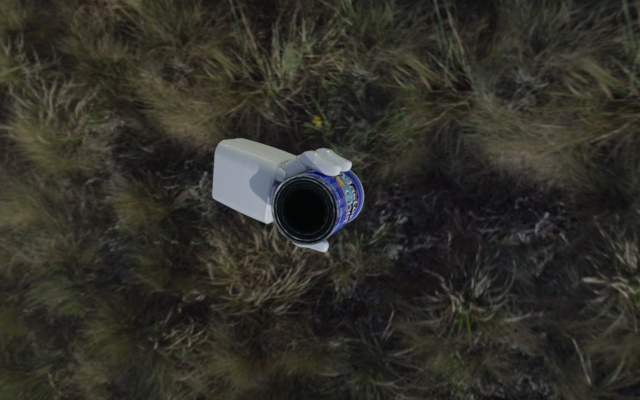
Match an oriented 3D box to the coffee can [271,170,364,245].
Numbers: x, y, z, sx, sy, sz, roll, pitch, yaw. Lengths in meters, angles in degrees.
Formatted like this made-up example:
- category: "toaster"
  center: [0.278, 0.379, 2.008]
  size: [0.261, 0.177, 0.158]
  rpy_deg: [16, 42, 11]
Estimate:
- category: "coffee can"
  center: [0.000, 0.003, 0.737]
  size: [0.103, 0.103, 0.140]
  rpy_deg: [0, 10, 20]
